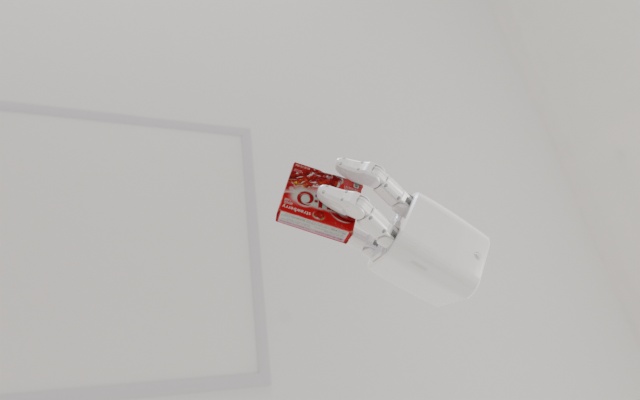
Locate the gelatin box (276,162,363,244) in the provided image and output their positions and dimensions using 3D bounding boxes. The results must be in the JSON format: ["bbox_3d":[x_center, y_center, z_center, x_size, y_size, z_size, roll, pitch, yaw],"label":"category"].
[{"bbox_3d":[0.000,0.002,0.558,0.089,0.073,0.030,18,-37,-3],"label":"gelatin box"}]
